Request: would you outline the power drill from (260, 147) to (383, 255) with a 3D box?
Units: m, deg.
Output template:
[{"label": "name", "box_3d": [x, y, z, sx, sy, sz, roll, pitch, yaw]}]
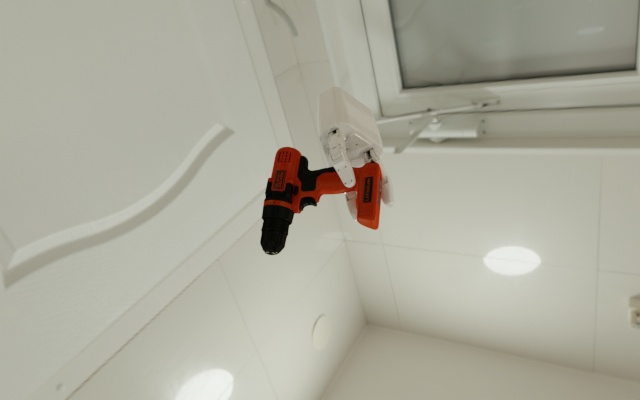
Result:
[{"label": "power drill", "box_3d": [0.001, 0.002, 0.759, 0.187, 0.184, 0.057, 4, -19, 13]}]
